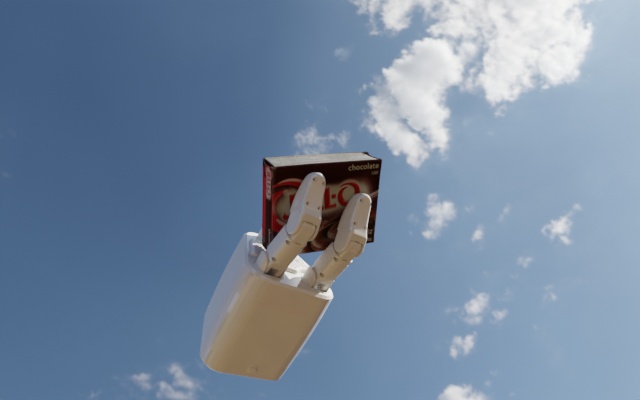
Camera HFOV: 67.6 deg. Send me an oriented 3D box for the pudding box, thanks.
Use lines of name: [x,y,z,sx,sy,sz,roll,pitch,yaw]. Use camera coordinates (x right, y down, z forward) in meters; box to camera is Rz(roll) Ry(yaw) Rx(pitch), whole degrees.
pudding box: [0.000,0.002,0.463,0.113,0.090,0.039,-8,25,-25]
